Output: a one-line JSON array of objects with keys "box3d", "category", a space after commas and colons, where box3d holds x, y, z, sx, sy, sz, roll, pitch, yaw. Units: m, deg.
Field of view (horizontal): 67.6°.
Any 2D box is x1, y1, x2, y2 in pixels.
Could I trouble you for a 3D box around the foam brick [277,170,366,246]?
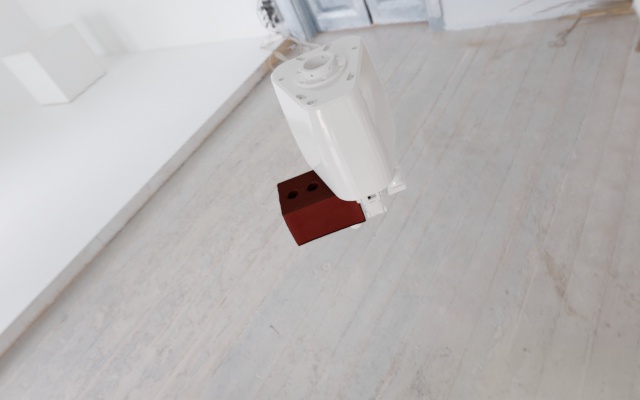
[{"box3d": [0.000, 0.002, 0.499, 0.078, 0.053, 0.051, -22, -47, 7], "category": "foam brick"}]
